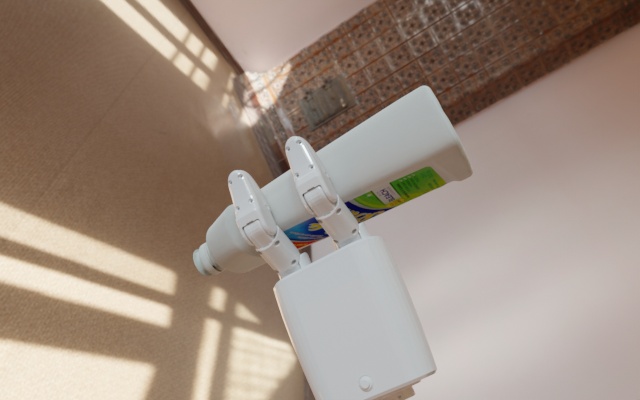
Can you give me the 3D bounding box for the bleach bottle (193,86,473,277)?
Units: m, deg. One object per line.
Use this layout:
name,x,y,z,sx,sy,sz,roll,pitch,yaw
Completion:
bleach bottle,0.000,0.001,0.417,0.251,0.068,0.102,-29,-22,16
